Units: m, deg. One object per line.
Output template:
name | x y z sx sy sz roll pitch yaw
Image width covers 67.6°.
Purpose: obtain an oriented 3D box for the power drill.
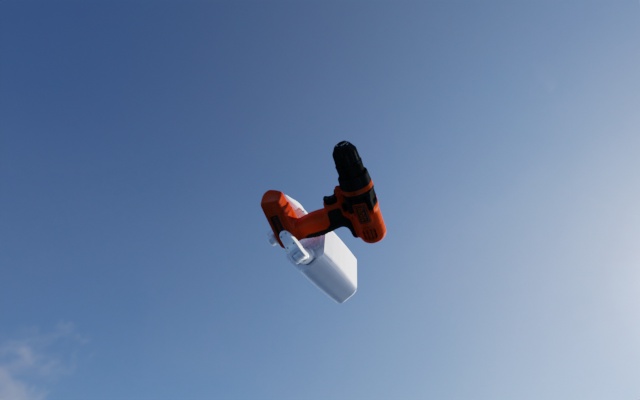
power drill | 0.000 0.003 0.790 0.187 0.184 0.057 -12 26 21
